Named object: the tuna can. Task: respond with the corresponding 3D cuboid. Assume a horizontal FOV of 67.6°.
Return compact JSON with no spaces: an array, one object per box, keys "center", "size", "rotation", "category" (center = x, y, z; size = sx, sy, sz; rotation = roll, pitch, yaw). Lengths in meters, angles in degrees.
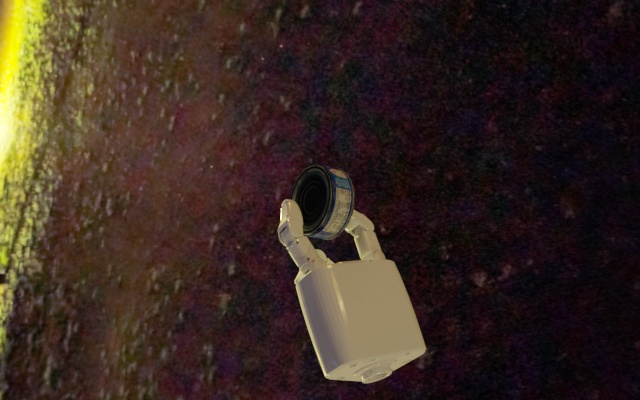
[{"center":[0.000,0.002,0.561],"size":[0.034,0.086,0.086],"rotation":[12,-7,-36],"category":"tuna can"}]
